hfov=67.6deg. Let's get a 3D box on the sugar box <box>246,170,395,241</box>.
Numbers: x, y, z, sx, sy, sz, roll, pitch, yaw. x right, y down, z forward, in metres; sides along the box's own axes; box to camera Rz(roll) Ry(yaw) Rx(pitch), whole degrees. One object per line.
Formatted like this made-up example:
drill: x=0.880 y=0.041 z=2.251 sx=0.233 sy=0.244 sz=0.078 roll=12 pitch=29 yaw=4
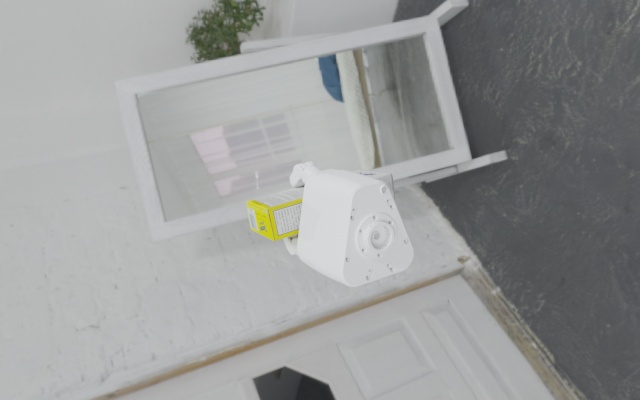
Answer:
sugar box: x=0.000 y=0.003 z=0.624 sx=0.176 sy=0.048 sz=0.093 roll=-14 pitch=12 yaw=-23
